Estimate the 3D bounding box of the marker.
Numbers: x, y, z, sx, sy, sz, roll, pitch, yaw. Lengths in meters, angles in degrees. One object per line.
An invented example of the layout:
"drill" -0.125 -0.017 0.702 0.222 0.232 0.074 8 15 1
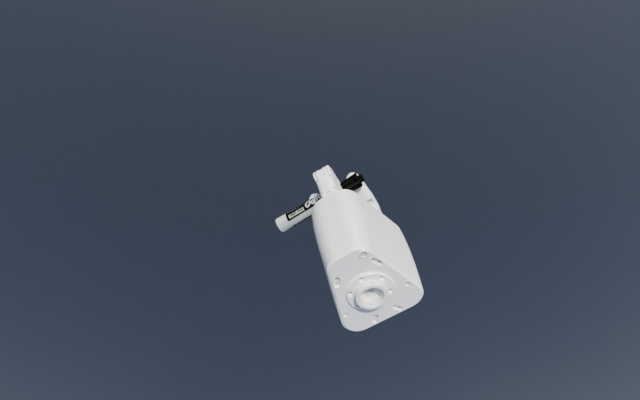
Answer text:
"marker" 0.000 0.002 0.584 0.121 0.020 0.020 -30 -6 10
